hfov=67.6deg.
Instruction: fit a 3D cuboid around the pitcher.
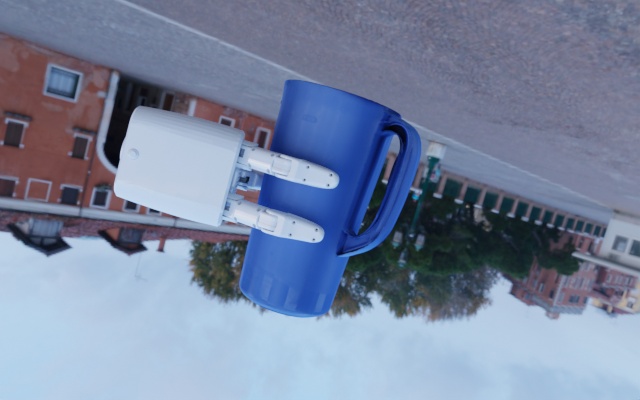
[{"bbox_3d":[0.000,0.002,0.524,0.145,0.243,0.149,15,5,-10],"label":"pitcher"}]
